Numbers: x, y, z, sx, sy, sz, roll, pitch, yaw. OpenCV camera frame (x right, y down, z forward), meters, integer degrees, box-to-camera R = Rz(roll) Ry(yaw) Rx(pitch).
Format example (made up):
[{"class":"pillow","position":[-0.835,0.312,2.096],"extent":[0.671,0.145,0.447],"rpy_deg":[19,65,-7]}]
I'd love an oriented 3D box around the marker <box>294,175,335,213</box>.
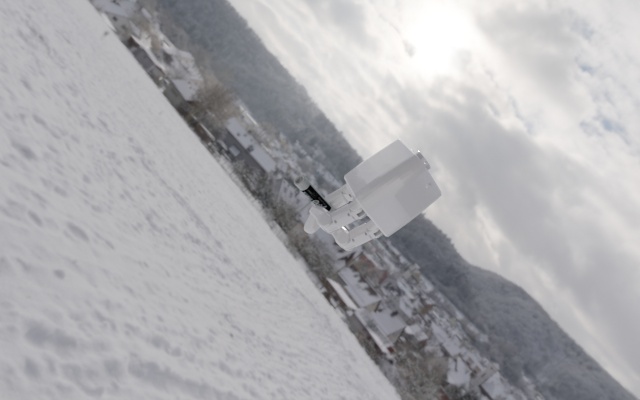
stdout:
[{"class":"marker","position":[0.000,0.002,0.734],"extent":[0.020,0.020,0.121],"rpy_deg":[0,-33,38]}]
